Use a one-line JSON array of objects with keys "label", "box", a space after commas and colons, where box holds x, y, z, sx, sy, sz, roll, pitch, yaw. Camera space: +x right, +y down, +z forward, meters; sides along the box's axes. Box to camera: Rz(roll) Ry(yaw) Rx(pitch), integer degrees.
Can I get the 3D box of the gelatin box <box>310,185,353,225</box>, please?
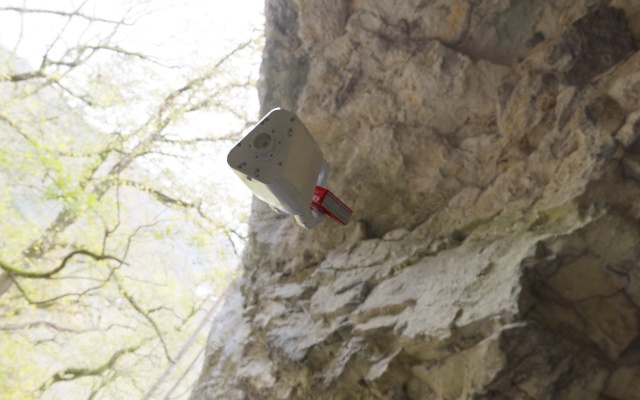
[{"label": "gelatin box", "box": [0.001, 0.002, 0.777, 0.073, 0.030, 0.089, 22, -10, 39]}]
